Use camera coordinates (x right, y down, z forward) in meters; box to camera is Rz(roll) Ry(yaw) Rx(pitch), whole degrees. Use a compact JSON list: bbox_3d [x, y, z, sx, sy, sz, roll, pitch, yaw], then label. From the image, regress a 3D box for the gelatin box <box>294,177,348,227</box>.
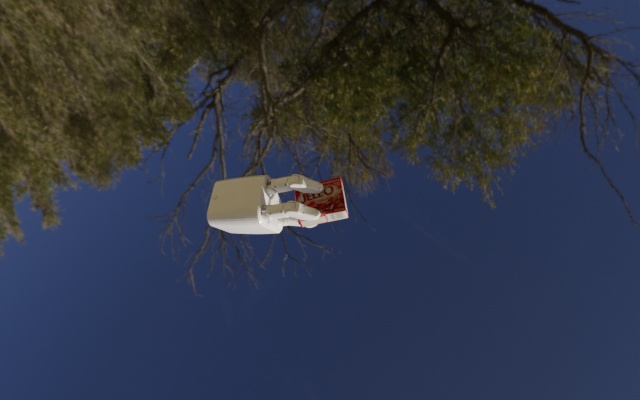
[{"bbox_3d":[0.001,0.003,0.855,0.089,0.073,0.030,-12,-34,6],"label":"gelatin box"}]
